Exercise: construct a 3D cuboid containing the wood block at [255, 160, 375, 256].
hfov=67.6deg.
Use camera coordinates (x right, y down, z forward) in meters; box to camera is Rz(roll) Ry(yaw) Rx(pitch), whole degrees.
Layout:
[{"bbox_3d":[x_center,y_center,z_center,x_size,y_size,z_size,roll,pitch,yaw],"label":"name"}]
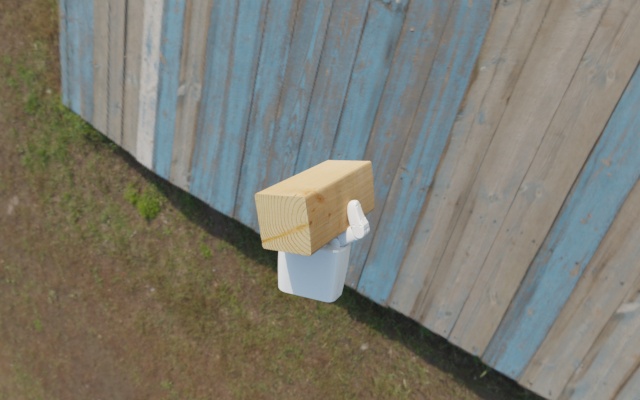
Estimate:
[{"bbox_3d":[0.000,0.003,0.761,0.091,0.090,0.206,5,21,32],"label":"wood block"}]
